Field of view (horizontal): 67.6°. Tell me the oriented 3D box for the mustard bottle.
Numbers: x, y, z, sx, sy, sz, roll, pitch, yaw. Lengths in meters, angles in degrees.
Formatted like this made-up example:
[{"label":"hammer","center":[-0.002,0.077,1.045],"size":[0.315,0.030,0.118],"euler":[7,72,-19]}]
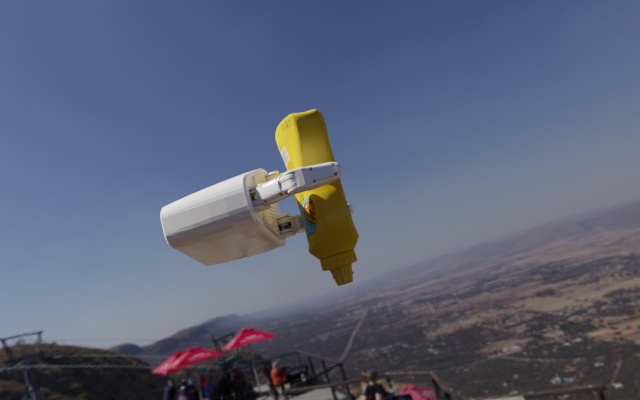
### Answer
[{"label":"mustard bottle","center":[0.000,0.001,0.542],"size":[0.058,0.191,0.096],"euler":[-14,-10,-14]}]
